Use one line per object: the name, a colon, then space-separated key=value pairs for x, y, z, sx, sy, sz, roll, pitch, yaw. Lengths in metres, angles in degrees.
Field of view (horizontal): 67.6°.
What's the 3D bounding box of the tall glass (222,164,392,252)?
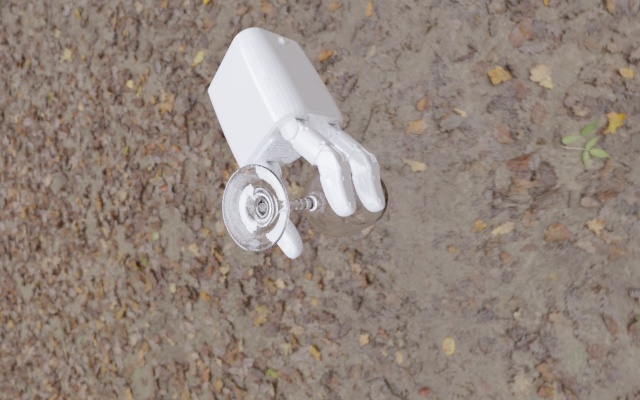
tall glass: x=0.000 y=0.002 z=0.481 sx=0.079 sy=0.079 sz=0.201 roll=0 pitch=2 yaw=35
